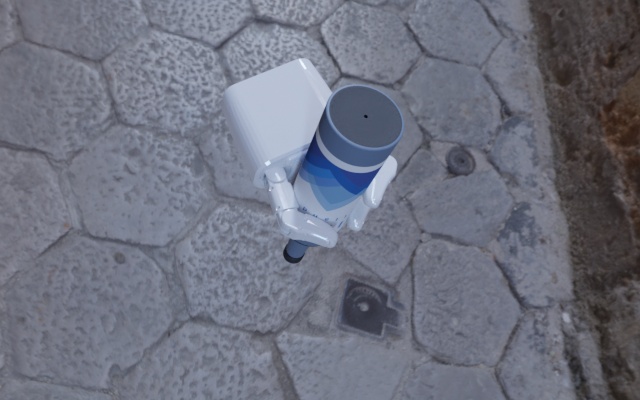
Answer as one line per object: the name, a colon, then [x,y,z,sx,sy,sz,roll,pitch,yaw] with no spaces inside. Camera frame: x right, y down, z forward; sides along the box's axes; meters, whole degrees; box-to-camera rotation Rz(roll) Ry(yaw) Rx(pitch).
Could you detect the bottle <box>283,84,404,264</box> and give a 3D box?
bottle: [0.000,0.002,0.506,0.069,0.069,0.296,0,-28,-16]
